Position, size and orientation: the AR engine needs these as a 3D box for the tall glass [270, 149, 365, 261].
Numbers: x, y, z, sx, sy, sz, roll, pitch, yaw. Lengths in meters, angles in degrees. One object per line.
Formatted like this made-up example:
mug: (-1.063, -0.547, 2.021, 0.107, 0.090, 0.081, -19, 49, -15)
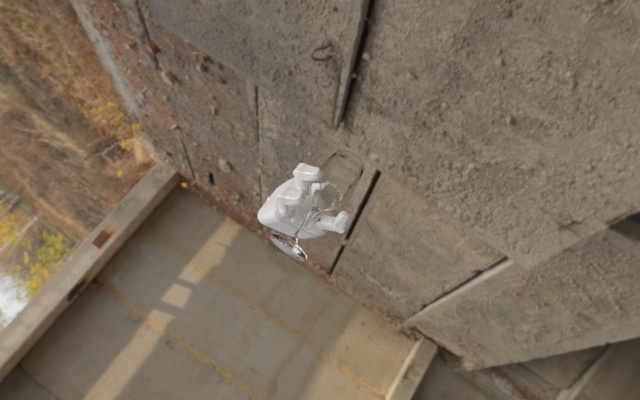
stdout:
tall glass: (0.000, 0.003, 0.824, 0.079, 0.201, 0.079, 30, -23, 14)
